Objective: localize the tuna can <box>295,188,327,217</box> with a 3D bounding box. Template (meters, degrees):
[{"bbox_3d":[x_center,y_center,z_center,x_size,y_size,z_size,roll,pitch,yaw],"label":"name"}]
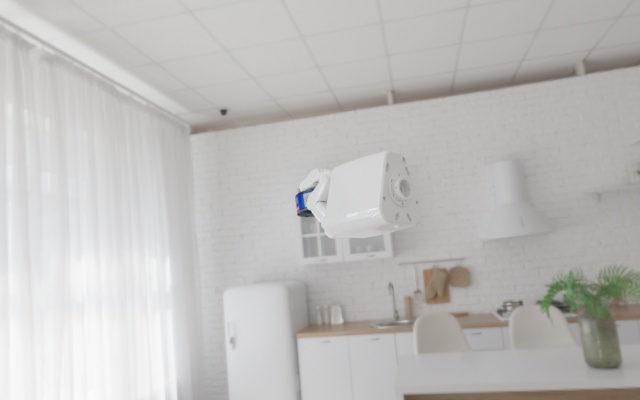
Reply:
[{"bbox_3d":[0.000,0.002,0.810,0.086,0.033,0.086,-8,-12,-2],"label":"tuna can"}]
